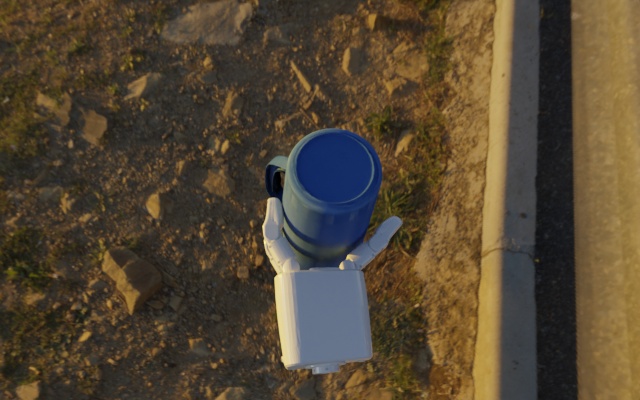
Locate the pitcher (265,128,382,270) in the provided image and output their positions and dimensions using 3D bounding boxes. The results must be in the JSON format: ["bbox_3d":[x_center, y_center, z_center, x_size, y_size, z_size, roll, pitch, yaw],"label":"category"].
[{"bbox_3d":[0.000,0.002,0.635,0.149,0.145,0.243,-3,-22,-5],"label":"pitcher"}]
